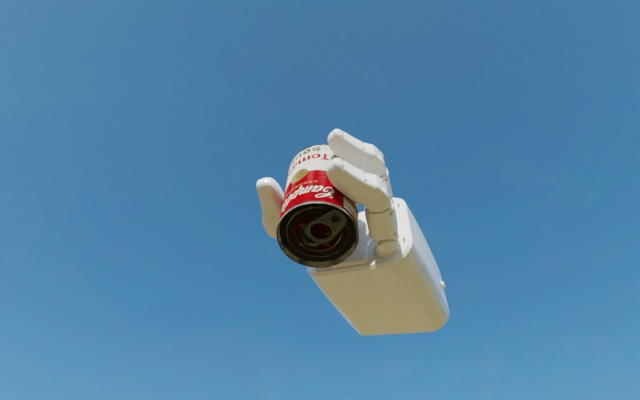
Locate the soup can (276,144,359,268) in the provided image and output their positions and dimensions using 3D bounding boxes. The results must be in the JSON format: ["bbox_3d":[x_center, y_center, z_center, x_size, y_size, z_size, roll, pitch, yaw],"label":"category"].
[{"bbox_3d":[0.000,0.001,0.431,0.068,0.068,0.102,0,34,3],"label":"soup can"}]
